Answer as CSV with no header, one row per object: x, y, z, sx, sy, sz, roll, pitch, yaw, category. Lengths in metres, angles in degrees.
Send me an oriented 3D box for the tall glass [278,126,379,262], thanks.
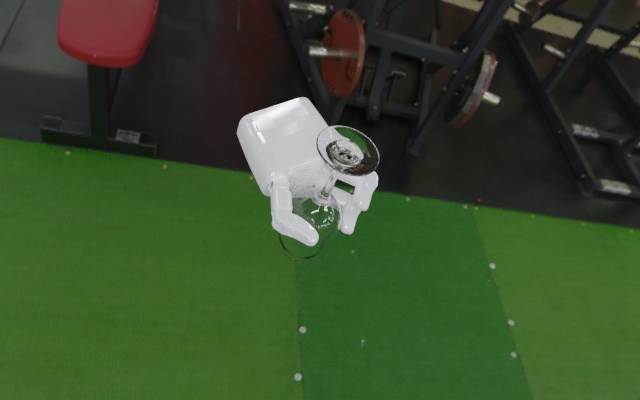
0.000,0.002,0.601,0.079,0.079,0.201,0,-36,-22,tall glass
